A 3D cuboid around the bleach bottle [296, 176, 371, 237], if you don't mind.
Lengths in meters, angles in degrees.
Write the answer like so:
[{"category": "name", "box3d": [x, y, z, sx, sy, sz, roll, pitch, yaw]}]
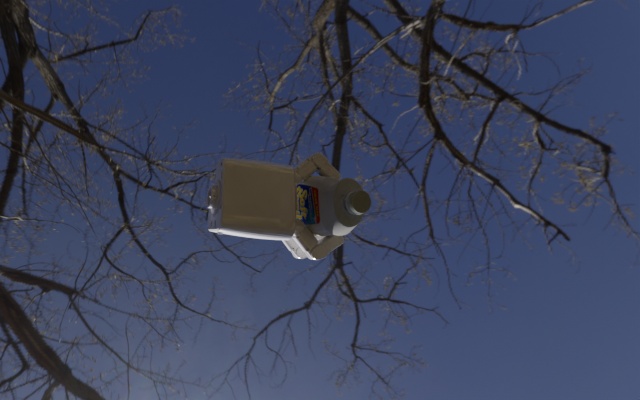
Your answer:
[{"category": "bleach bottle", "box3d": [0.000, 0.002, 0.712, 0.068, 0.102, 0.251, 8, -8, -24]}]
